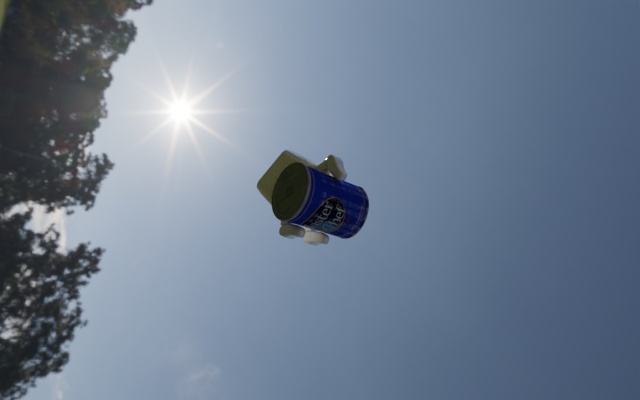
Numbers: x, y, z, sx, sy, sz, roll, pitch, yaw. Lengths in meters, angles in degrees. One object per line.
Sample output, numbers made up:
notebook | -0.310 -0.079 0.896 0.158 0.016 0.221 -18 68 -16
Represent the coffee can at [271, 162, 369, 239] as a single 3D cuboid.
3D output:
coffee can | 0.000 0.003 0.840 0.140 0.103 0.103 19 -12 -36
